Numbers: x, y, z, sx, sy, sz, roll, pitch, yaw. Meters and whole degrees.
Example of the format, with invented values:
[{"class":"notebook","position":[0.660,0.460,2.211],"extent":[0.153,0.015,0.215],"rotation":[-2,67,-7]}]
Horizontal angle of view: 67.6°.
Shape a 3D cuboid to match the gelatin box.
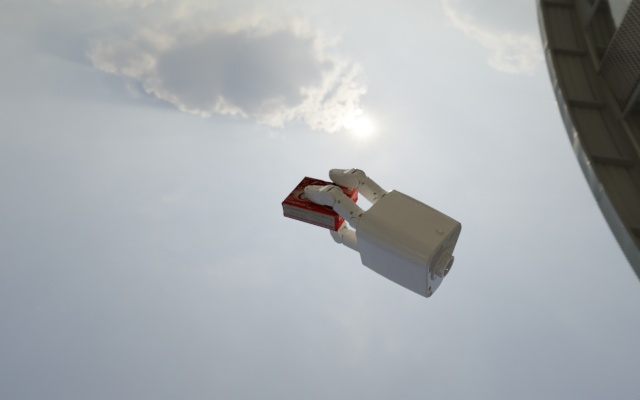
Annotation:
[{"class":"gelatin box","position":[0.000,0.003,0.689],"extent":[0.089,0.030,0.073],"rotation":[14,41,23]}]
